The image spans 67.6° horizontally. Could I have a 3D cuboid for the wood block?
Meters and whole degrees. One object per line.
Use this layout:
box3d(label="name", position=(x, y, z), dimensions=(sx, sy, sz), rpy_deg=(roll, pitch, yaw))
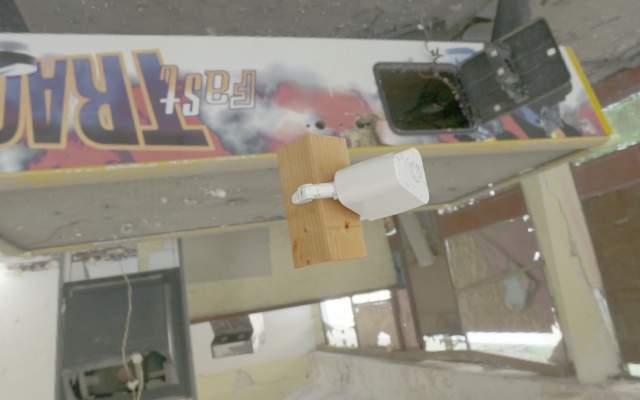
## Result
box3d(label="wood block", position=(0.000, 0.003, 0.803), dimensions=(0.091, 0.206, 0.090), rpy_deg=(1, -15, -43))
